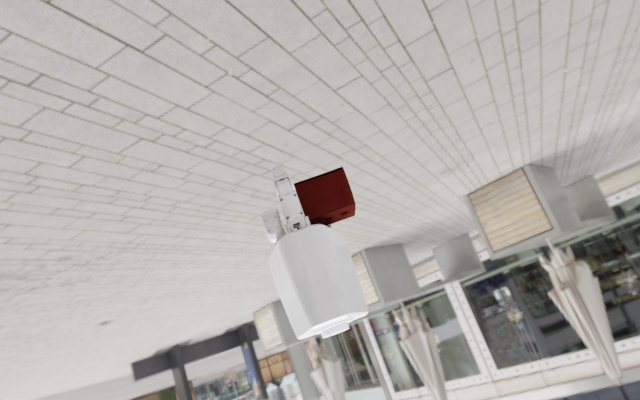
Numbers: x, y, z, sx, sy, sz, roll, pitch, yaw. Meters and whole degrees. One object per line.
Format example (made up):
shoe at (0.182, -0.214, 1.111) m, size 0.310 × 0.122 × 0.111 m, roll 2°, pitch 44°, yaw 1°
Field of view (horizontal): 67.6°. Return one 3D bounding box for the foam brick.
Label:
foam brick at (0.000, 0.002, 0.591) m, size 0.078 × 0.051 × 0.053 m, roll -20°, pitch -19°, yaw -4°
